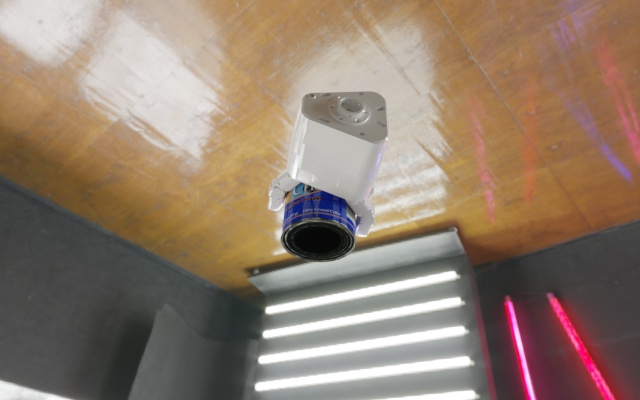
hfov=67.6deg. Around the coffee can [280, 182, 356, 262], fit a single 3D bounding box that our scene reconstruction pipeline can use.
[{"bbox_3d":[0.000,0.002,0.684,0.103,0.140,0.103,2,-39,1],"label":"coffee can"}]
